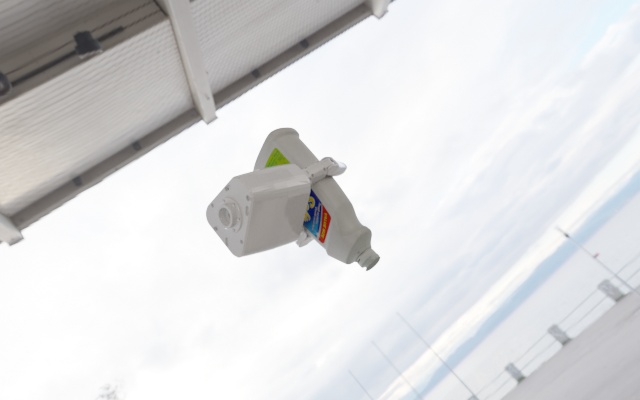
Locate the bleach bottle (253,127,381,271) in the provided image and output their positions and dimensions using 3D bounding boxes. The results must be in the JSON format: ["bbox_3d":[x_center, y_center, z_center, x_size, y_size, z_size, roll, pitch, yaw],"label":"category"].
[{"bbox_3d":[0.000,0.002,0.728,0.068,0.103,0.250,-15,53,-47],"label":"bleach bottle"}]
